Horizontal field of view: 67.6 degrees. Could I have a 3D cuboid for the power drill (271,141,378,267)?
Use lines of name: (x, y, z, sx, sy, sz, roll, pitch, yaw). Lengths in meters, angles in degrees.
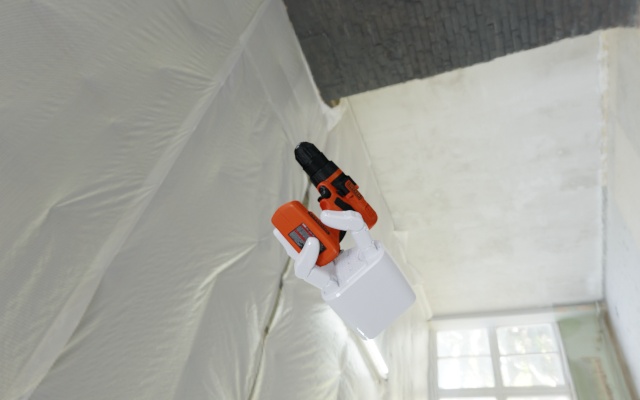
power drill: (0.000, 0.003, 0.733, 0.057, 0.184, 0.187, -41, 3, 34)
